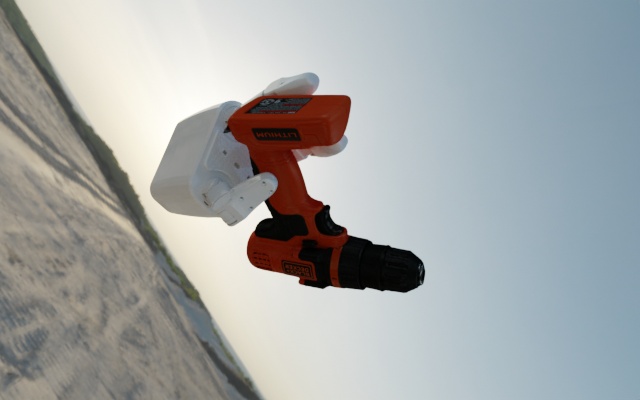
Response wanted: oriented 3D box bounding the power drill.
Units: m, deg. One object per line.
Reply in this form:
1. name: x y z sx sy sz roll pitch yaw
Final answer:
1. power drill: 0.000 0.001 0.433 0.184 0.188 0.057 5 33 24
